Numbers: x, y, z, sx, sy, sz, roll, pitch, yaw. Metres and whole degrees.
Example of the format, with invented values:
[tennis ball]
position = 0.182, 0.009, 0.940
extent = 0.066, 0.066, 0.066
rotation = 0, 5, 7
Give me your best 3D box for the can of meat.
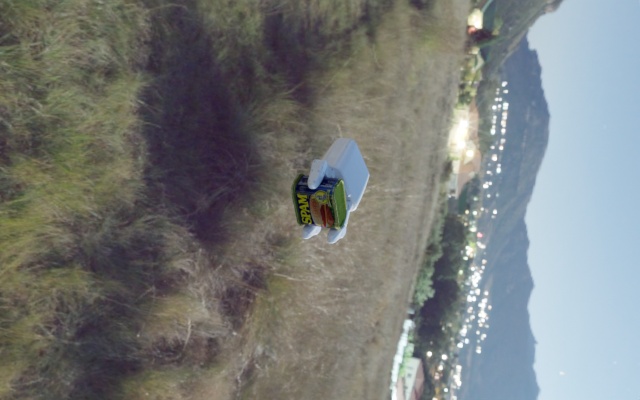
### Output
[can of meat]
position = 0.000, 0.003, 0.883
extent = 0.084, 0.102, 0.057
rotation = 7, 39, 21
